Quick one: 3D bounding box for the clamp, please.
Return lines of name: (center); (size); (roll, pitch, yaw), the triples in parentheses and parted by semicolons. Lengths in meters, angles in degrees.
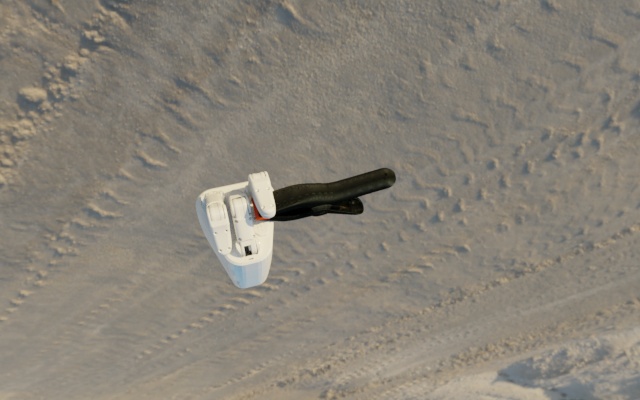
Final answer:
clamp: (0.000, 0.003, 0.599); (0.171, 0.039, 0.120); (-8, -24, -11)
